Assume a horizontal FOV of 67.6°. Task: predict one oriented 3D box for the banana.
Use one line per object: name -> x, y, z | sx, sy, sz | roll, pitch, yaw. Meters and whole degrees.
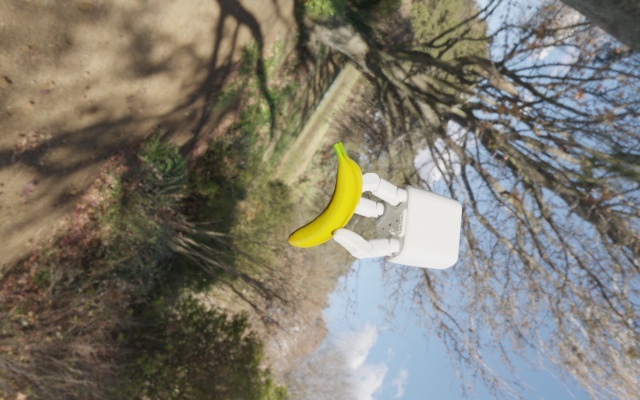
banana -> 0.012, 0.012, 0.682 | 0.037, 0.198, 0.069 | -13, 52, -43
